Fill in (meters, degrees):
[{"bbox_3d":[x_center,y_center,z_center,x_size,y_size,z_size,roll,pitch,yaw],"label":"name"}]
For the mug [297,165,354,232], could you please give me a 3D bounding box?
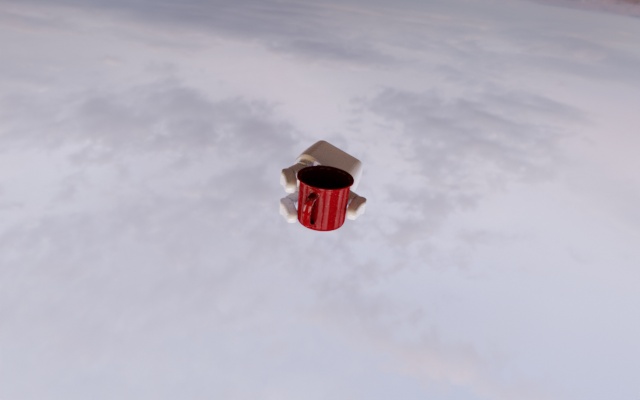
[{"bbox_3d":[0.000,0.003,0.773,0.093,0.081,0.117,15,28,15],"label":"mug"}]
